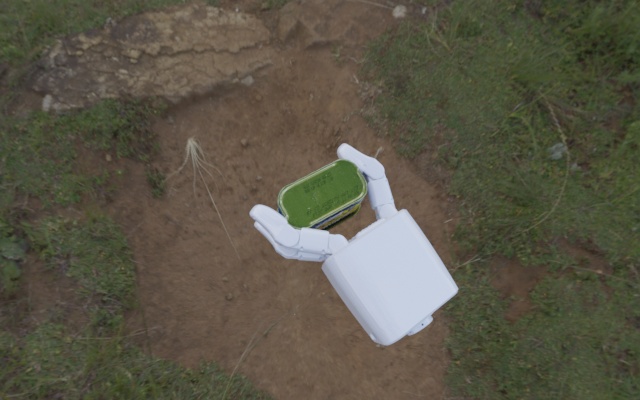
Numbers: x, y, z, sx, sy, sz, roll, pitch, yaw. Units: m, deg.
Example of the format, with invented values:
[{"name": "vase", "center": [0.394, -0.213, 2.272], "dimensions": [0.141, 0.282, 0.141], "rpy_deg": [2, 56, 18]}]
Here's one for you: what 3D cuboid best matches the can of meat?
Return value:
[{"name": "can of meat", "center": [0.000, 0.002, 0.542], "dimensions": [0.102, 0.057, 0.084], "rpy_deg": [-28, -9, -9]}]
